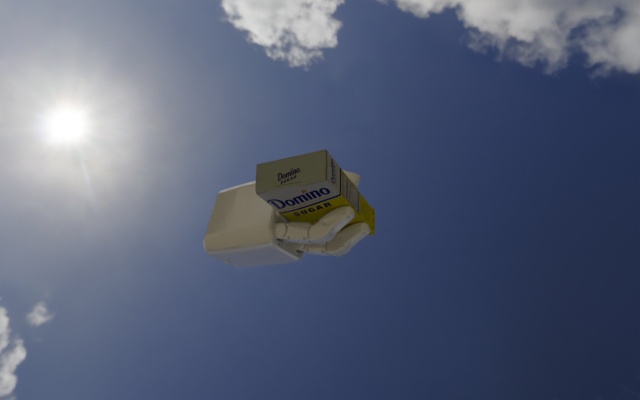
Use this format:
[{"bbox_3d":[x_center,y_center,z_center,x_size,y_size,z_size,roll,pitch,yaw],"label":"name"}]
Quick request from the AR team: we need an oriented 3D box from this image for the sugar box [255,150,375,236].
[{"bbox_3d":[0.000,0.003,0.607,0.093,0.048,0.176,-10,-25,22],"label":"sugar box"}]
